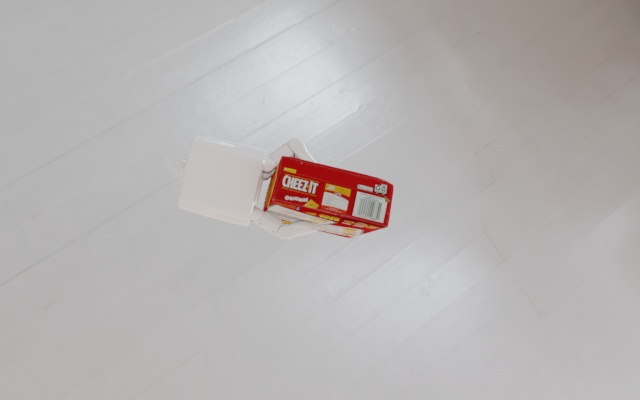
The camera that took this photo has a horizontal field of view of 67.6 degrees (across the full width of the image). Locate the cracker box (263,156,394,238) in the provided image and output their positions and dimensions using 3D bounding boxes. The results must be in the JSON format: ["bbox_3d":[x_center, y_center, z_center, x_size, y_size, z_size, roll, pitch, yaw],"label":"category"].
[{"bbox_3d":[0.000,0.003,0.740,0.164,0.072,0.214,13,-10,-9],"label":"cracker box"}]
